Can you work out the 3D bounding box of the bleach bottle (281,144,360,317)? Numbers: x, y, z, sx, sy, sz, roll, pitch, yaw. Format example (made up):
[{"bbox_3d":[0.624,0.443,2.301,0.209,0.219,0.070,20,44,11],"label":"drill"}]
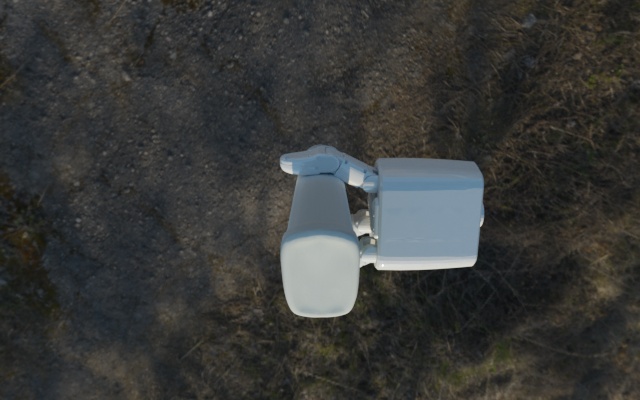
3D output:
[{"bbox_3d":[0.000,0.002,0.513,0.068,0.103,0.250,-1,32,0],"label":"bleach bottle"}]
